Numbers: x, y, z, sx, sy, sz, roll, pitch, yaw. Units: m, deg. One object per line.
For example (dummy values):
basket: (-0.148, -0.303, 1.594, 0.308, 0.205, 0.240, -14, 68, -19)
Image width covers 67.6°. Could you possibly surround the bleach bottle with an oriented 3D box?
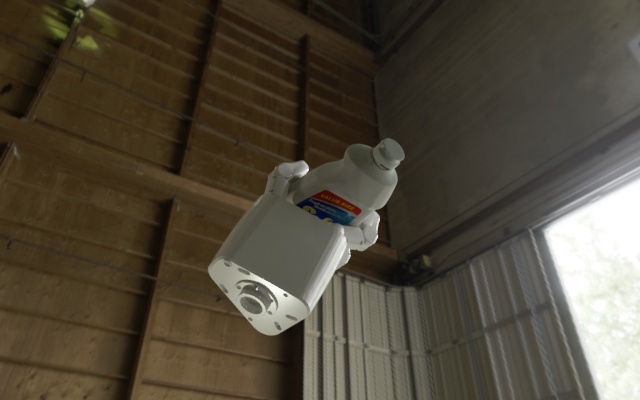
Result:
bleach bottle: (0.000, 0.002, 0.584, 0.251, 0.102, 0.068, -41, 13, 41)
